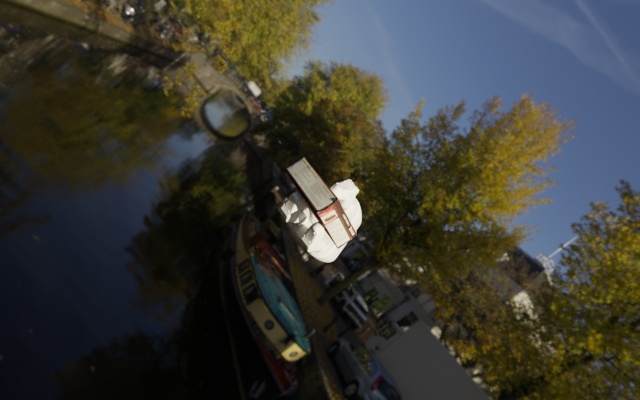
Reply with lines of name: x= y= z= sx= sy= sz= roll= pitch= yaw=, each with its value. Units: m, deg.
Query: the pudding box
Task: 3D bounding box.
pudding box: x=0.000 y=0.002 z=0.690 sx=0.039 sy=0.090 sz=0.113 roll=-35 pitch=46 yaw=-5
